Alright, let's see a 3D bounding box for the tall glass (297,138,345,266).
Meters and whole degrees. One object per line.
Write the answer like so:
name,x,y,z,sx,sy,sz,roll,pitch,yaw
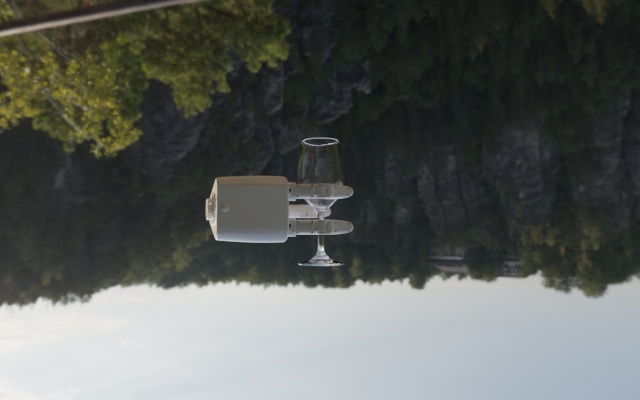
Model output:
tall glass,0.000,0.003,0.773,0.079,0.201,0.079,0,-3,0
